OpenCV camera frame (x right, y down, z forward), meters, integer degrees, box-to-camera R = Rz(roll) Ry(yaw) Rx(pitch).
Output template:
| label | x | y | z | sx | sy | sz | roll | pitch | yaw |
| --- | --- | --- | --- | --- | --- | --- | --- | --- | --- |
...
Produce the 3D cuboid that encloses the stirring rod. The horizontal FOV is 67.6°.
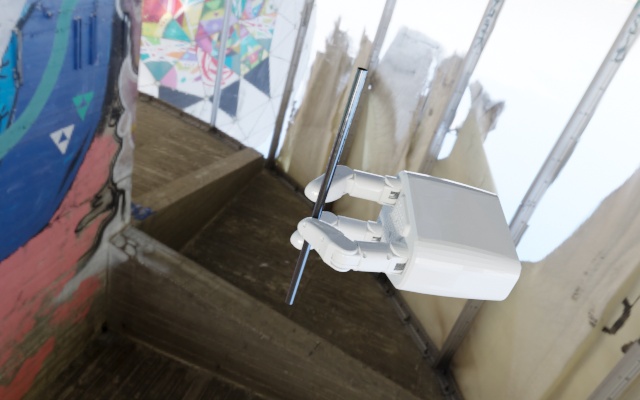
| label | x | y | z | sx | sy | sz | roll | pitch | yaw |
| --- | --- | --- | --- | --- | --- | --- | --- | --- | --- |
| stirring rod | 0.000 | 0.001 | 0.417 | 0.011 | 0.240 | 0.011 | 13 | 30 | -8 |
